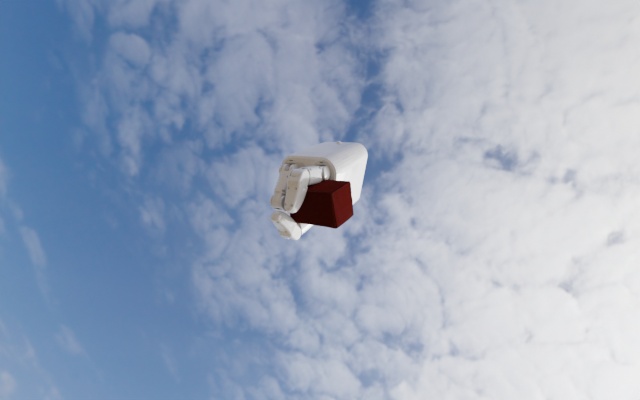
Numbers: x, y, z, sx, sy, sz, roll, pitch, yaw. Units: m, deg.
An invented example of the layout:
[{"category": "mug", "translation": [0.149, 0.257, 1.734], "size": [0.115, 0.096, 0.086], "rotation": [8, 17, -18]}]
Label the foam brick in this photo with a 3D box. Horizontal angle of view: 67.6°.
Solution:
[{"category": "foam brick", "translation": [0.000, 0.002, 0.664], "size": [0.078, 0.053, 0.051], "rotation": [7, 23, 34]}]
